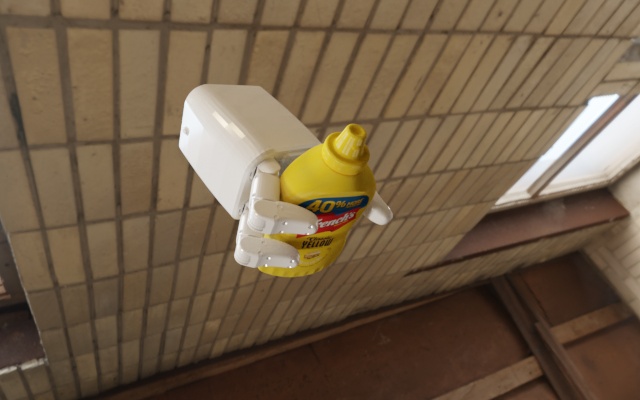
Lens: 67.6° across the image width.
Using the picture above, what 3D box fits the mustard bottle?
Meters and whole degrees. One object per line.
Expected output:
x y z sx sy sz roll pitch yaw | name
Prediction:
0.000 0.002 0.459 0.096 0.058 0.192 -3 -37 -25 | mustard bottle
